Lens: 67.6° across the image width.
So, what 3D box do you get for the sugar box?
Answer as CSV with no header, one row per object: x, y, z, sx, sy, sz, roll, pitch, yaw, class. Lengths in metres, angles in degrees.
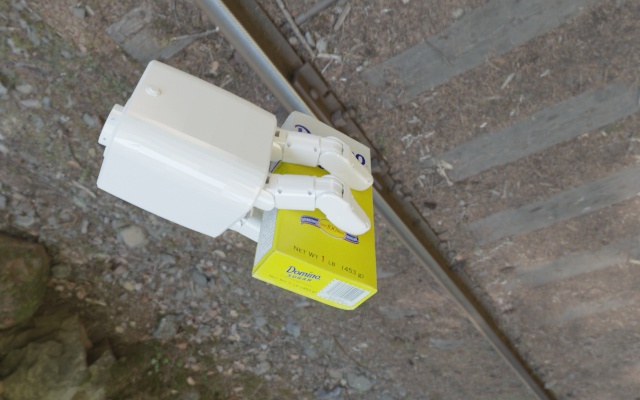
0.000,0.001,0.423,0.093,0.176,0.048,25,-46,-21,sugar box
